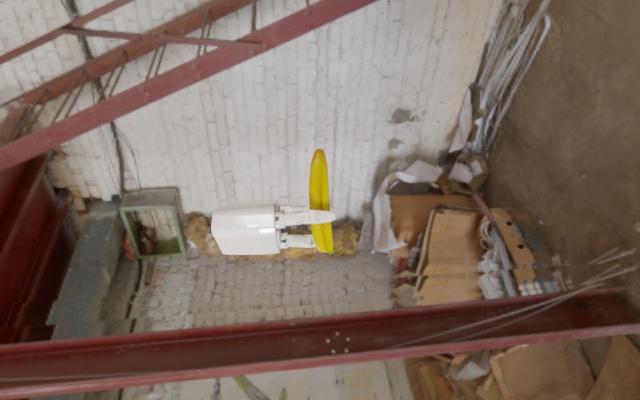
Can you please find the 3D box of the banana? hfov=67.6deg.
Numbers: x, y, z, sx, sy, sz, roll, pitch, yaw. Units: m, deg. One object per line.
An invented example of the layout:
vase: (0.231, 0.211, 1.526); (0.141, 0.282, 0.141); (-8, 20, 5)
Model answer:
banana: (0.000, 0.011, 0.841); (0.037, 0.198, 0.069); (-4, 14, 3)
